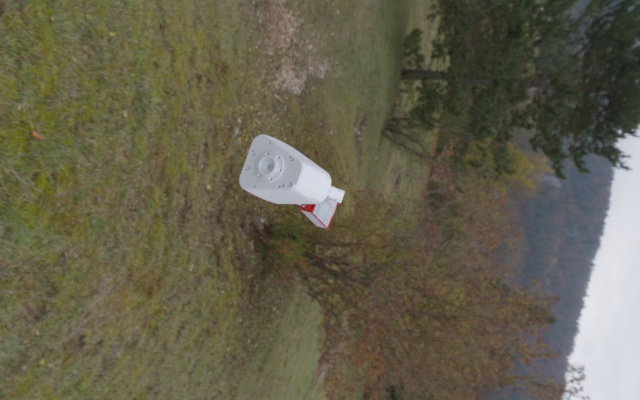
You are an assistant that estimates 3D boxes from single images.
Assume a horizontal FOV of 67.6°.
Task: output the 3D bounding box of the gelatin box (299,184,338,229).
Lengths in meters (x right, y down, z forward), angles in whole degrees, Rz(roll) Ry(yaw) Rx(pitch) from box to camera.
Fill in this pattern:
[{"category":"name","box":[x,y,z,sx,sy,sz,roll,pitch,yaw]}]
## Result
[{"category":"gelatin box","box":[0.001,0.003,0.891,0.030,0.073,0.089,13,-17,28]}]
